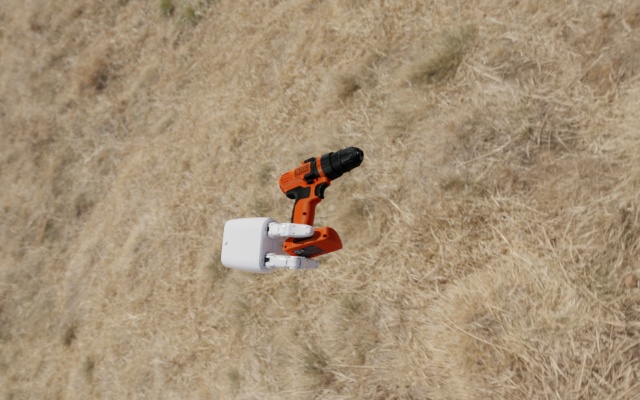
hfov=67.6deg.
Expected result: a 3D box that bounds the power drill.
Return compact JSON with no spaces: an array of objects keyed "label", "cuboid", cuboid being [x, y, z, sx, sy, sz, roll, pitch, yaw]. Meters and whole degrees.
[{"label":"power drill","cuboid":[0.000,0.003,0.858,0.184,0.187,0.057,-22,-39,33]}]
